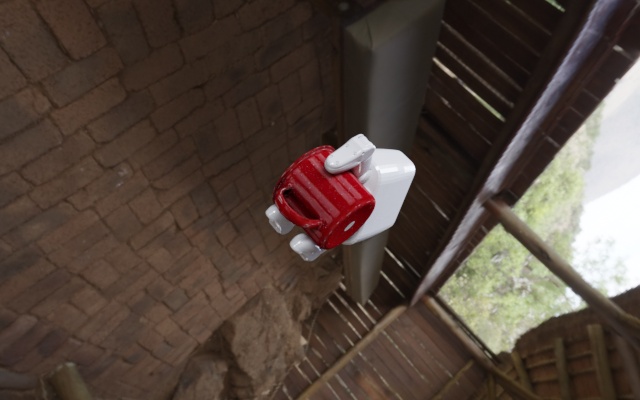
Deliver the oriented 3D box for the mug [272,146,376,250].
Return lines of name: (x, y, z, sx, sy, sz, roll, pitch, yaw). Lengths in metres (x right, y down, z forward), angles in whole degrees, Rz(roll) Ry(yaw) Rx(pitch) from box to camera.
mug: (-0.001, 0.002, 0.523, 0.081, 0.093, 0.117, 47, 31, 20)
